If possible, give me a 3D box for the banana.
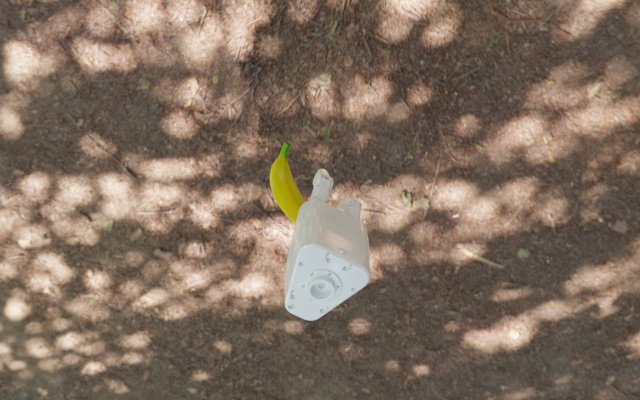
[{"bbox_3d":[-0.017,0.010,0.717,0.069,0.198,0.037,-34,21,10],"label":"banana"}]
